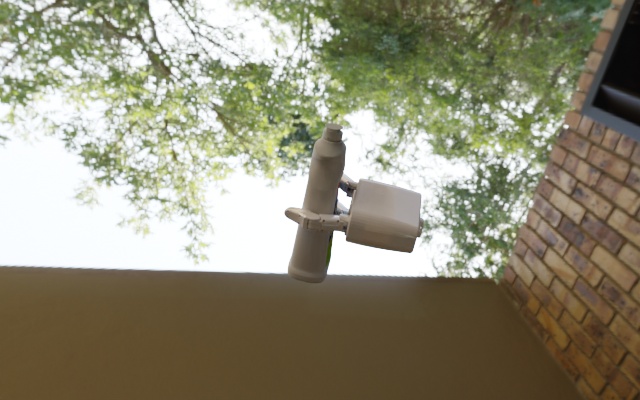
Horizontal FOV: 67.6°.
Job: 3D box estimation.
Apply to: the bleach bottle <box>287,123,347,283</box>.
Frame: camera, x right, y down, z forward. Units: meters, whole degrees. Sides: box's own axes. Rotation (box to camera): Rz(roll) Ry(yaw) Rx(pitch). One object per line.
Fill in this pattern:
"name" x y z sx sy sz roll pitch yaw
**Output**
"bleach bottle" 0.000 0.002 0.765 0.068 0.251 0.102 12 27 5
